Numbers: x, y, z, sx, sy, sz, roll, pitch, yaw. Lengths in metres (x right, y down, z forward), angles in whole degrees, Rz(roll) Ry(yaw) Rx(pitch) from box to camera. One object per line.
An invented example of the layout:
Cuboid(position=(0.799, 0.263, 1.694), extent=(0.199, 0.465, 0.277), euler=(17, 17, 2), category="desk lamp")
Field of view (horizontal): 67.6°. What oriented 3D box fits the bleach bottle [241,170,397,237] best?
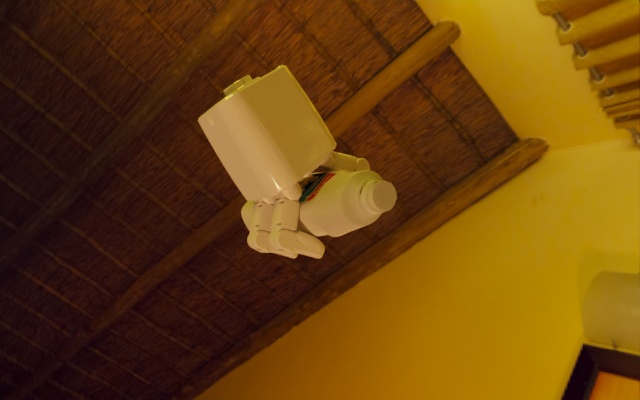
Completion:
Cuboid(position=(0.000, 0.002, 0.543), extent=(0.102, 0.068, 0.251), euler=(-38, 14, -28), category="bleach bottle")
